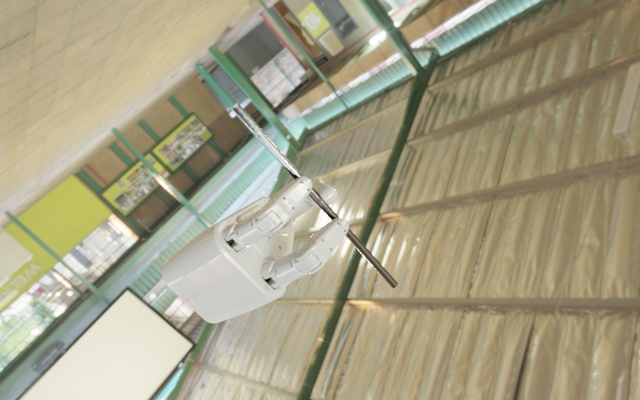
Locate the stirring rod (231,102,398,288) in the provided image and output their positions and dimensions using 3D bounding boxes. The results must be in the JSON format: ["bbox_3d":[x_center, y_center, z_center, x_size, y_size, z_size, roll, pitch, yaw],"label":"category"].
[{"bbox_3d":[0.000,0.001,0.459,0.011,0.239,0.011,-38,17,14],"label":"stirring rod"}]
